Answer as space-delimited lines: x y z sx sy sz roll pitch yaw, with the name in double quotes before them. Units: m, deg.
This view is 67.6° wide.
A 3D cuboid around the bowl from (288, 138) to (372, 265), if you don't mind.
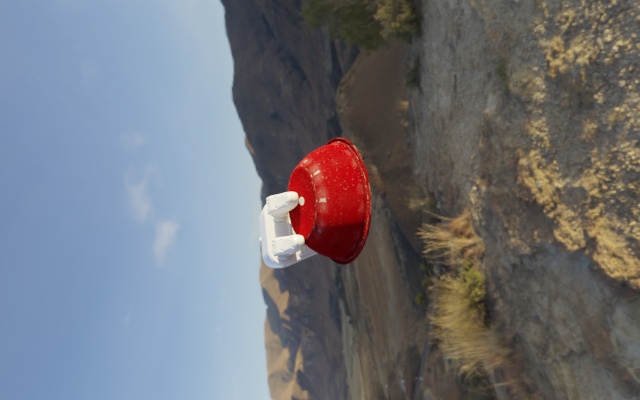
"bowl" 0.000 0.001 0.598 0.055 0.162 0.162 -2 1 -25
